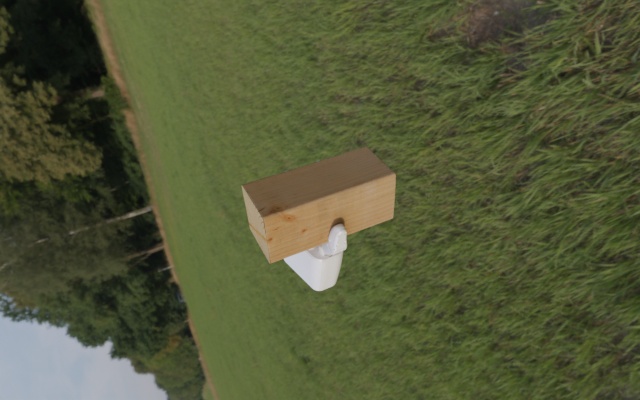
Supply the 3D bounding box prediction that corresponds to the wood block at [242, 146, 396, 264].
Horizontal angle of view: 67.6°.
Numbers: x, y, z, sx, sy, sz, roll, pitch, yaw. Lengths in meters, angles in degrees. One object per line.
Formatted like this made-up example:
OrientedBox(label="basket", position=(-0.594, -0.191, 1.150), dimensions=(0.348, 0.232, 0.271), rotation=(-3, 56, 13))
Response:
OrientedBox(label="wood block", position=(0.000, 0.003, 0.714), dimensions=(0.206, 0.090, 0.090), rotation=(-19, 42, -18))
